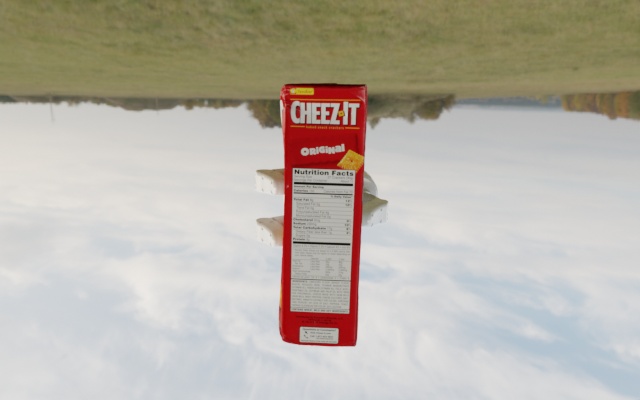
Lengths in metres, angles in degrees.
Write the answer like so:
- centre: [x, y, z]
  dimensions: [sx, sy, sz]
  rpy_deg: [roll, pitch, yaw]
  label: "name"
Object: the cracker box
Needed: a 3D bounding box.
- centre: [0.000, 0.002, 0.449]
  dimensions: [0.072, 0.214, 0.164]
  rpy_deg: [1, 12, 0]
  label: "cracker box"
